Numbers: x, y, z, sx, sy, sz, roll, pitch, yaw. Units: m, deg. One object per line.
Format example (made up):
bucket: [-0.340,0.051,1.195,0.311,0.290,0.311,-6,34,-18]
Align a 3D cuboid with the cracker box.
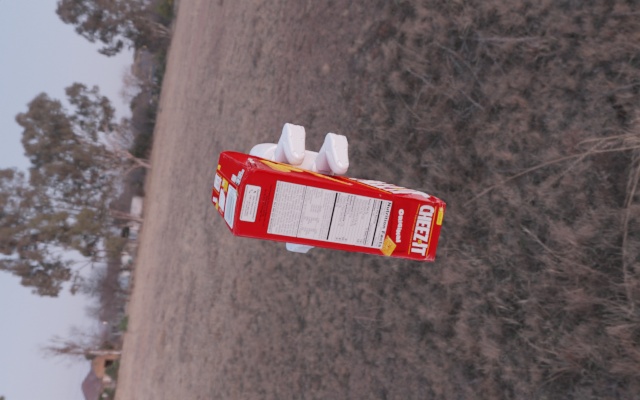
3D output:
cracker box: [0.000,0.002,0.524,0.214,0.072,0.164,9,7,-21]
